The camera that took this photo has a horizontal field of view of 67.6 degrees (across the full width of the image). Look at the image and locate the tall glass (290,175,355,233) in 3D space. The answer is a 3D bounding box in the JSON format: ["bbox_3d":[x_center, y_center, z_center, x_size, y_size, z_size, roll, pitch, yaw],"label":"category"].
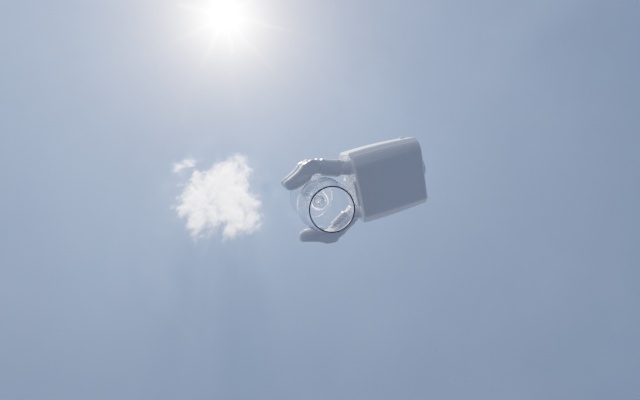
[{"bbox_3d":[0.000,0.002,0.716,0.079,0.079,0.201,0,6,-9],"label":"tall glass"}]
